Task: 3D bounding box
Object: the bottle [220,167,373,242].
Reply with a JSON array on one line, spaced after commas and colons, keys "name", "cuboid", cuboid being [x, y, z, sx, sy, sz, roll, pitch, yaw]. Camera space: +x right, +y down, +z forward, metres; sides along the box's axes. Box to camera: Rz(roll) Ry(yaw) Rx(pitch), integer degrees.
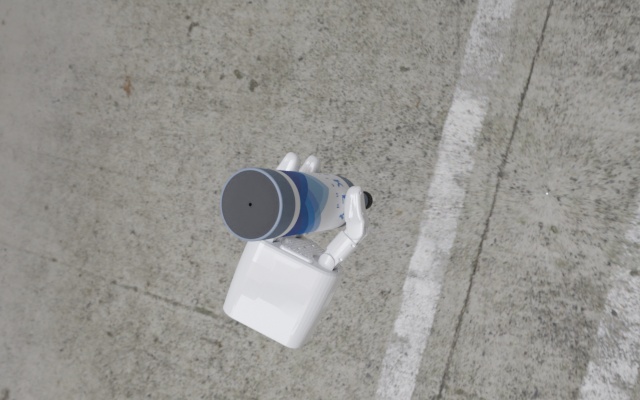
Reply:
[{"name": "bottle", "cuboid": [0.000, 0.002, 0.557, 0.069, 0.069, 0.296, 0, 1, 25]}]
